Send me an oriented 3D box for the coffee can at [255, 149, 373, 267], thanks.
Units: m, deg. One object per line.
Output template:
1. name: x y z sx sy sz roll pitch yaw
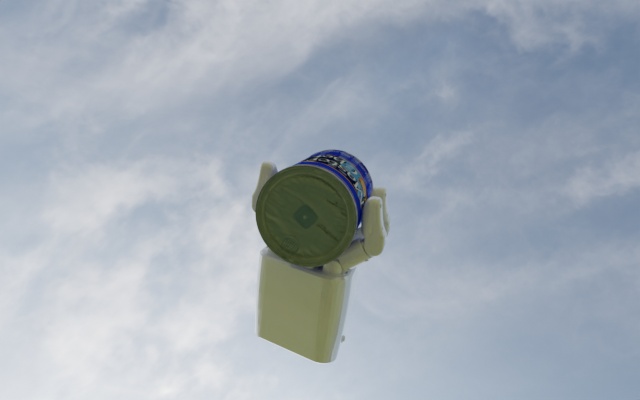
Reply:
1. coffee can: 0.000 0.002 0.530 0.103 0.103 0.140 0 12 13
